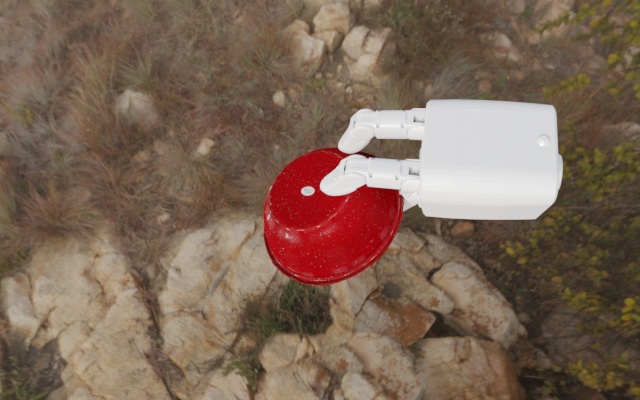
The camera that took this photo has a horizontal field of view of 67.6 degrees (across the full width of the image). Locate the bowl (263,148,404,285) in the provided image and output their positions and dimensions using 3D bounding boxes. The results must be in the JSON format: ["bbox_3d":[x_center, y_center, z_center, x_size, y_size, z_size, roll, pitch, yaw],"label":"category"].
[{"bbox_3d":[-0.001,0.002,0.491,0.162,0.162,0.055,0,-29,28],"label":"bowl"}]
